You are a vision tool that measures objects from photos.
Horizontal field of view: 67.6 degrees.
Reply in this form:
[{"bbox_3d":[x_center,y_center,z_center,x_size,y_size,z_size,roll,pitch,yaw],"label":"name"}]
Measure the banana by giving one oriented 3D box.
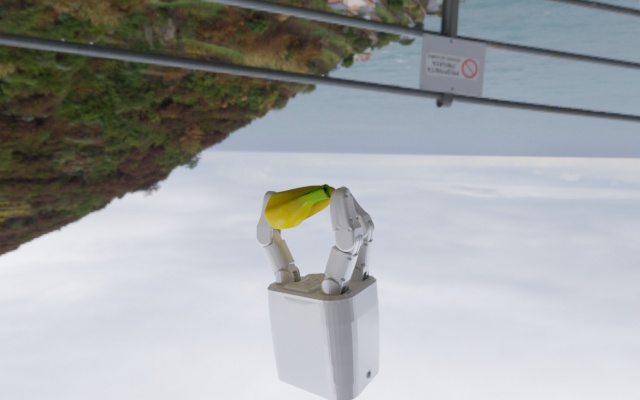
[{"bbox_3d":[-0.018,0.005,0.486,0.069,0.037,0.198,-9,2,3],"label":"banana"}]
